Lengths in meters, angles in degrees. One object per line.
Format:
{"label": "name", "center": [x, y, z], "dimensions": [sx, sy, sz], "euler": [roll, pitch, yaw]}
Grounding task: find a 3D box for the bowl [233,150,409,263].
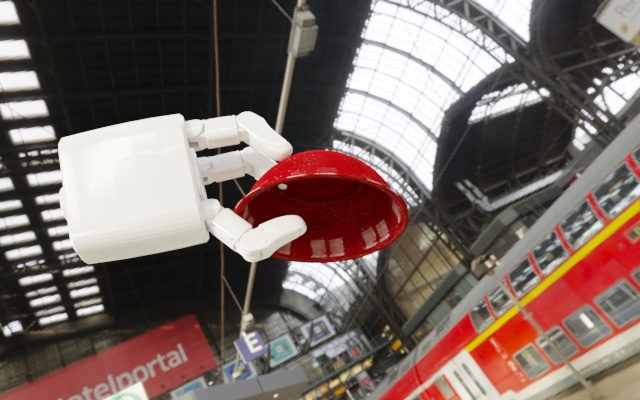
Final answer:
{"label": "bowl", "center": [0.001, 0.001, 0.453], "dimensions": [0.162, 0.055, 0.162], "euler": [-1, -33, 0]}
